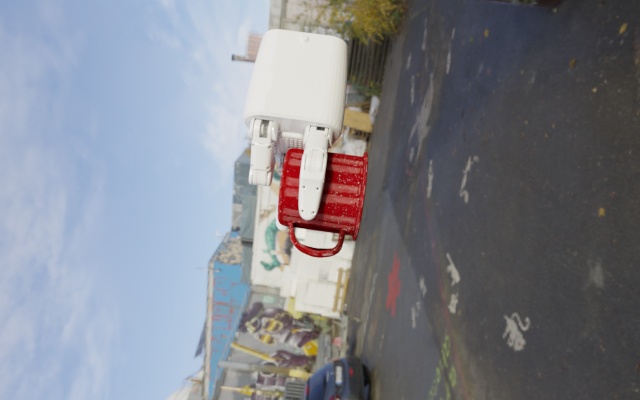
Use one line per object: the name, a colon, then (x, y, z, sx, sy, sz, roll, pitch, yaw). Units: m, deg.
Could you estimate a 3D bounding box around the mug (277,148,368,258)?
mug: (0.000, 0.003, 0.487, 0.081, 0.117, 0.093, 8, -22, 0)
